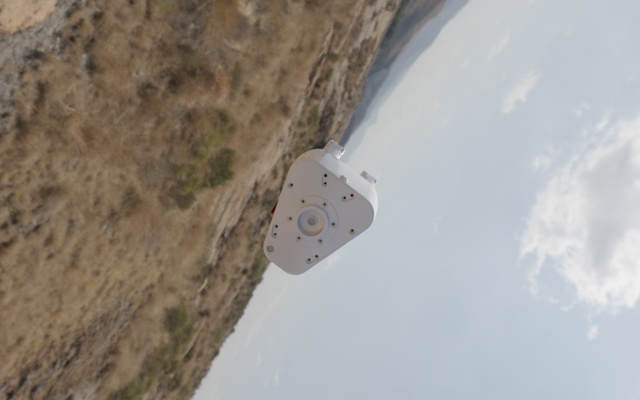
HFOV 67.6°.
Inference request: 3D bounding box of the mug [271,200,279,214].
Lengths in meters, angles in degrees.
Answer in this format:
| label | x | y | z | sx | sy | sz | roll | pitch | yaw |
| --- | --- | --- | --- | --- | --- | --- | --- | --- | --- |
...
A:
| label | x | y | z | sx | sy | sz | roll | pitch | yaw |
| --- | --- | --- | --- | --- | --- | --- | --- | --- | --- |
| mug | 0.000 | 0.002 | 0.607 | 0.081 | 0.093 | 0.117 | 38 | 12 | 0 |
